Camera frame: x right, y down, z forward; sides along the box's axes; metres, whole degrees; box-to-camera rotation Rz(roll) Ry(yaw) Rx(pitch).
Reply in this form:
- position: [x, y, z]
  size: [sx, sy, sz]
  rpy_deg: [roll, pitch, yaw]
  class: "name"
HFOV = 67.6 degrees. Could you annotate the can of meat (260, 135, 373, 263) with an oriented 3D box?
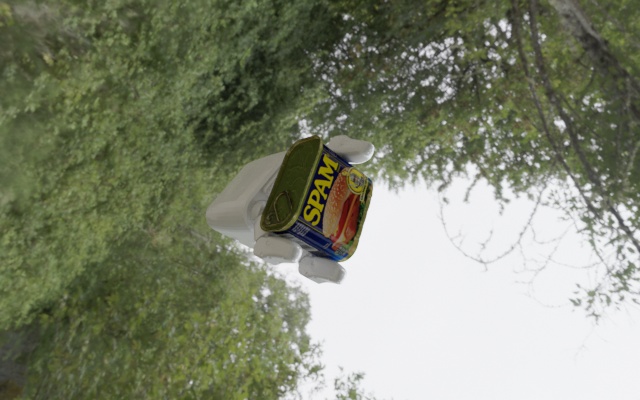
- position: [0.000, 0.002, 0.474]
  size: [0.084, 0.102, 0.057]
  rpy_deg: [33, -25, -32]
  class: "can of meat"
